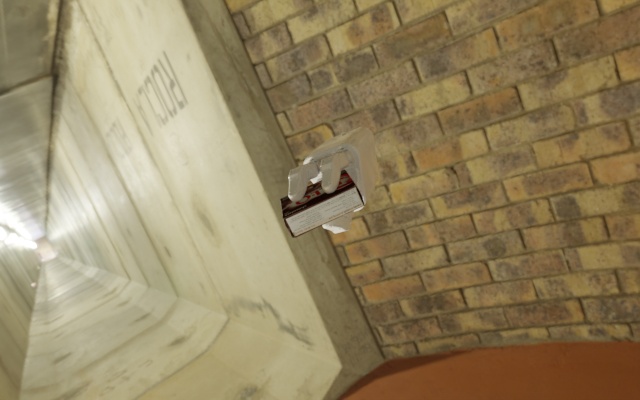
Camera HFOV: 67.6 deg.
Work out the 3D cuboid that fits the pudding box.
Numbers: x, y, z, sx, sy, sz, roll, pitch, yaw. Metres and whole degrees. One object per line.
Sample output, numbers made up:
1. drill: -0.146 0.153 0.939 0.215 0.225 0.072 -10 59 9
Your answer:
1. pudding box: 0.000 0.002 0.688 0.113 0.039 0.090 -27 18 2
